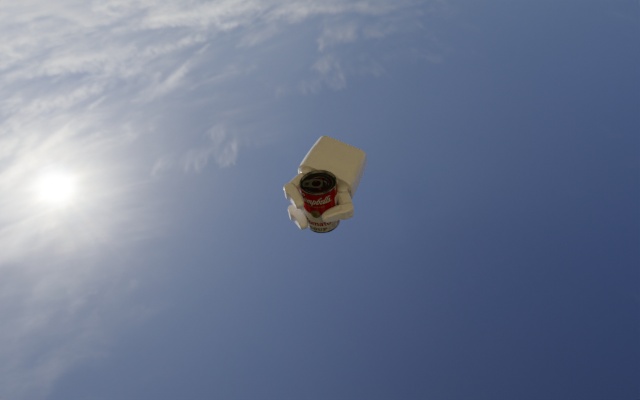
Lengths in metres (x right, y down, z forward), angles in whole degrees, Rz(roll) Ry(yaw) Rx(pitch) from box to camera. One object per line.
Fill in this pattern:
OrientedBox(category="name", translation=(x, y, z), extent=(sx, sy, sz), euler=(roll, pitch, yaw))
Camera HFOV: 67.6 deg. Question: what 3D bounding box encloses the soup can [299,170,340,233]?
OrientedBox(category="soup can", translation=(0.000, 0.003, 0.892), extent=(0.068, 0.102, 0.068), euler=(-4, 43, 4))
